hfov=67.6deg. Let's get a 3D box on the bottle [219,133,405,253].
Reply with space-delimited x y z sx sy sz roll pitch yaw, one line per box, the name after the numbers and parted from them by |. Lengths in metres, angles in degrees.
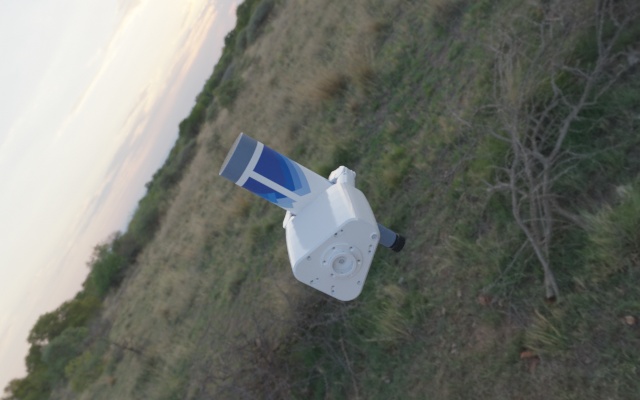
0.000 0.002 0.699 0.296 0.069 0.069 28 -9 -17 | bottle
